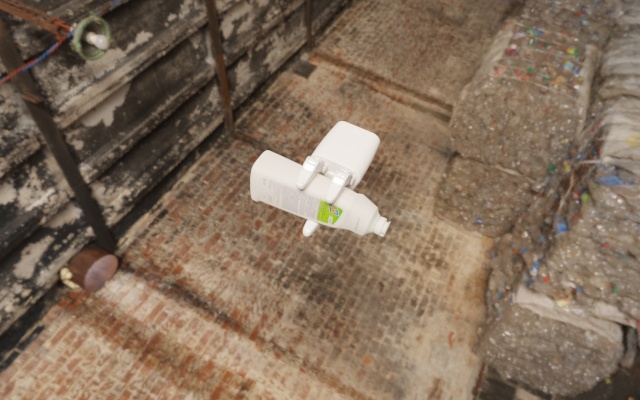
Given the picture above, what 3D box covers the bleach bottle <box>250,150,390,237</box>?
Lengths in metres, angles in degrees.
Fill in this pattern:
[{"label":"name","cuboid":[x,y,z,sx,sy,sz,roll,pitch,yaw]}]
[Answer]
[{"label":"bleach bottle","cuboid":[0.000,0.003,0.838,0.251,0.068,0.103,25,-36,12]}]
